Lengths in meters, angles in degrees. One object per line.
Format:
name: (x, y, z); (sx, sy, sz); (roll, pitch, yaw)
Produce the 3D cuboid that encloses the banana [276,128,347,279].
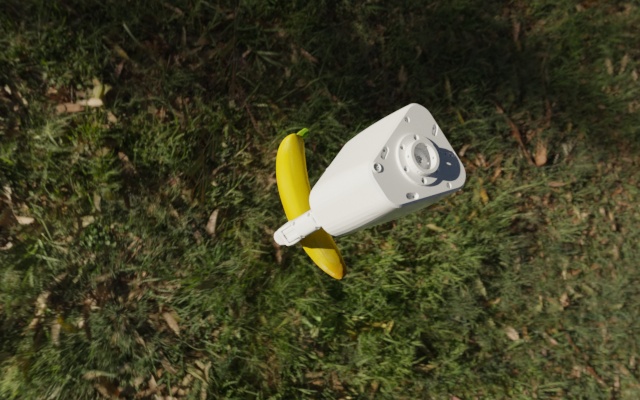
banana: (-0.016, 0.000, 0.570); (0.069, 0.197, 0.037); (-4, -15, -37)
